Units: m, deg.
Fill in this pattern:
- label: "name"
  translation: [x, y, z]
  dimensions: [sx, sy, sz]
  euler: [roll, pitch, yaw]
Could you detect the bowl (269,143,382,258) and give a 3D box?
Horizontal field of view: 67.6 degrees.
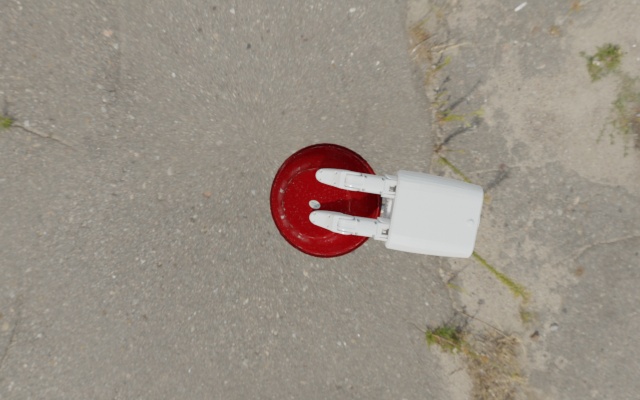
- label: "bowl"
  translation: [-0.001, 0.002, 0.644]
  dimensions: [0.162, 0.162, 0.055]
  euler: [0, 3, 13]
